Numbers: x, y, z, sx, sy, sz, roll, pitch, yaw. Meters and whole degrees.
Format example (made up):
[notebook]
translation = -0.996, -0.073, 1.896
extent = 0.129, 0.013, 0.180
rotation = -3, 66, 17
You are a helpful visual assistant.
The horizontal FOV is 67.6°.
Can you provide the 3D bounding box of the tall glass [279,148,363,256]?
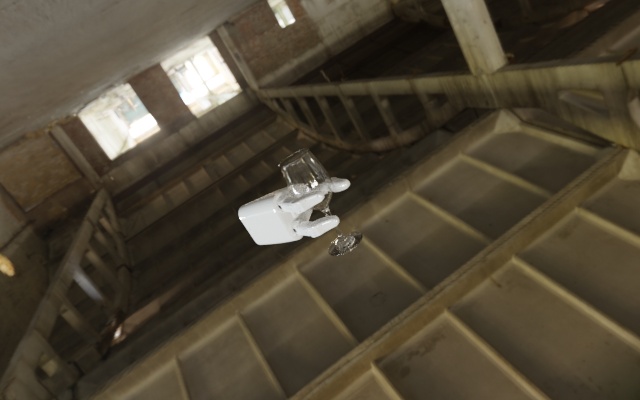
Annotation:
[tall glass]
translation = 0.001, 0.003, 0.885
extent = 0.079, 0.201, 0.079
rotation = -26, 21, 11
